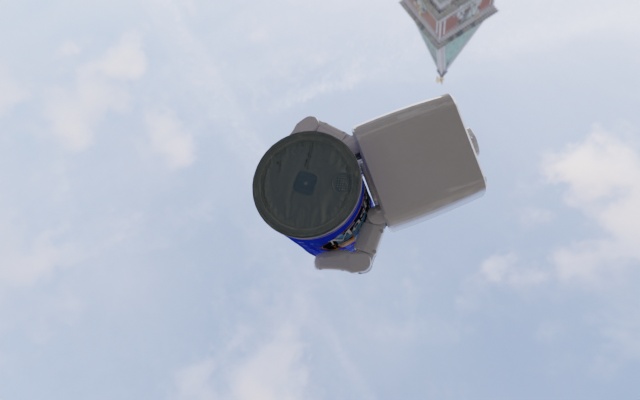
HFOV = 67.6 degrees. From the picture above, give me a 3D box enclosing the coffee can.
[{"bbox_3d":[0.000,0.002,0.500,0.103,0.102,0.140,0,-15,12],"label":"coffee can"}]
